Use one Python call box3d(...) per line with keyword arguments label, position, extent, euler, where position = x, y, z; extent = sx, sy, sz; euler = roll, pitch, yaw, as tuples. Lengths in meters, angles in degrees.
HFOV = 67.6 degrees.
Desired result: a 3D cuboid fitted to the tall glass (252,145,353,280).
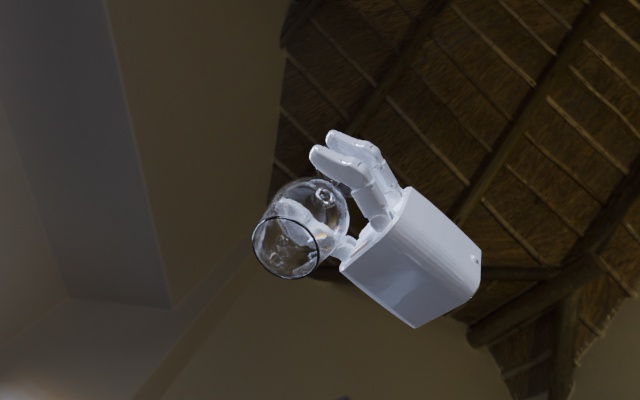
box3d(label="tall glass", position=(0.000, 0.001, 0.491), extent=(0.079, 0.079, 0.201), euler=(0, 24, 20))
